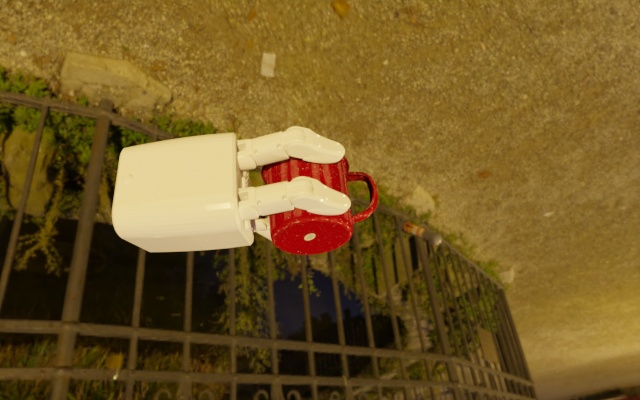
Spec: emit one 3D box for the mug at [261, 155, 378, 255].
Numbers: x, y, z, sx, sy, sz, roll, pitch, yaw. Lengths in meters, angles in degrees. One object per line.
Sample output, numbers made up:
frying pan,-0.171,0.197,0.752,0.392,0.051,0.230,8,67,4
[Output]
mug,0.002,0.002,0.483,0.117,0.081,0.093,-7,-30,0
